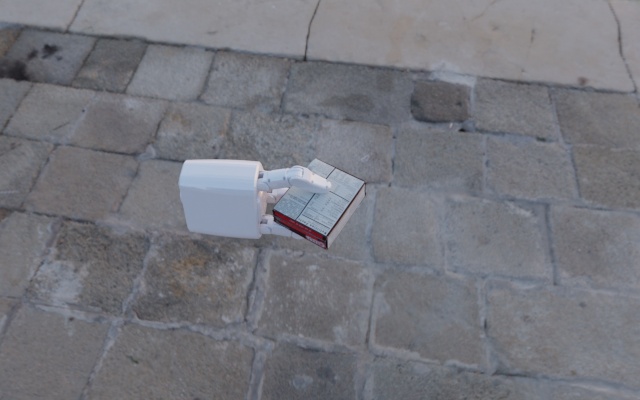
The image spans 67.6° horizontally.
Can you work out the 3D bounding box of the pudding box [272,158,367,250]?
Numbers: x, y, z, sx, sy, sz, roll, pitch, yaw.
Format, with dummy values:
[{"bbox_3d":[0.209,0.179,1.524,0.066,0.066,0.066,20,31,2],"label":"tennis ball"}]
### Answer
[{"bbox_3d":[0.000,0.002,0.669,0.090,0.113,0.039,27,-29,18],"label":"pudding box"}]
